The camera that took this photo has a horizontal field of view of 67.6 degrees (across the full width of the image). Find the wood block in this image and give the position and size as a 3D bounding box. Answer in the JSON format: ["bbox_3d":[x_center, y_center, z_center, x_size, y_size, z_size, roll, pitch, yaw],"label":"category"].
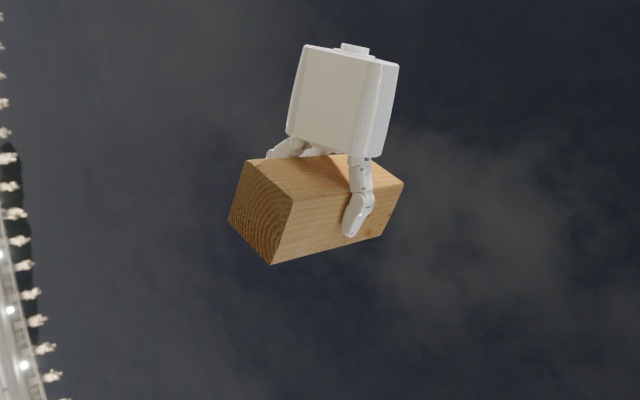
[{"bbox_3d":[0.001,0.002,0.607,0.206,0.090,0.090,-9,39,-46],"label":"wood block"}]
